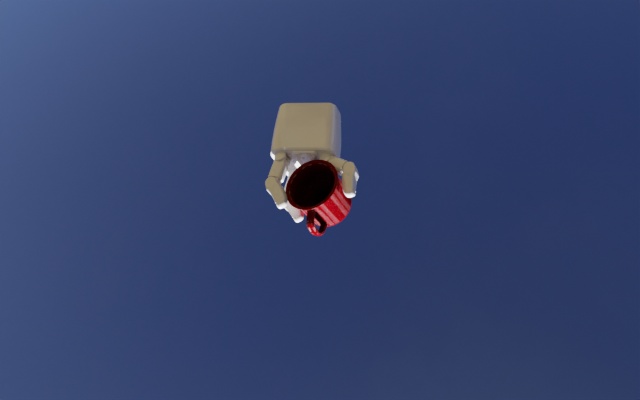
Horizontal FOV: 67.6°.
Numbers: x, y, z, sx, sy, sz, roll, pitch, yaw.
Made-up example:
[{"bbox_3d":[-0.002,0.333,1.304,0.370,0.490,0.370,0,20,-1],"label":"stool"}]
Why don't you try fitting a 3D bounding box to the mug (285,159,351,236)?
[{"bbox_3d":[0.000,0.004,0.789,0.093,0.117,0.081,-7,-31,24],"label":"mug"}]
